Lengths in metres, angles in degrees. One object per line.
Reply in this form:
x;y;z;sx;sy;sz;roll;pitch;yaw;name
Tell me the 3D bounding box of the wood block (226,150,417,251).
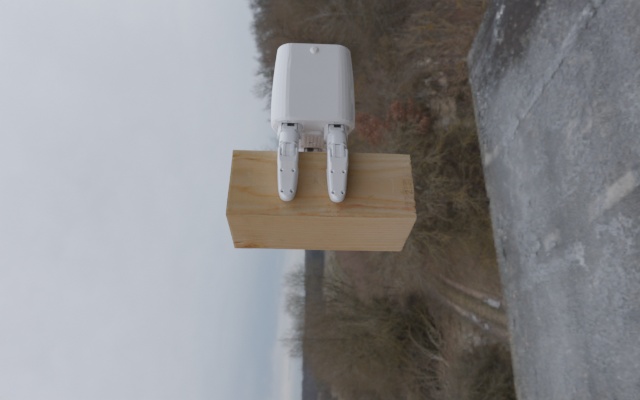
0.000;0.002;0.571;0.206;0.090;0.091;1;-30;-2;wood block
